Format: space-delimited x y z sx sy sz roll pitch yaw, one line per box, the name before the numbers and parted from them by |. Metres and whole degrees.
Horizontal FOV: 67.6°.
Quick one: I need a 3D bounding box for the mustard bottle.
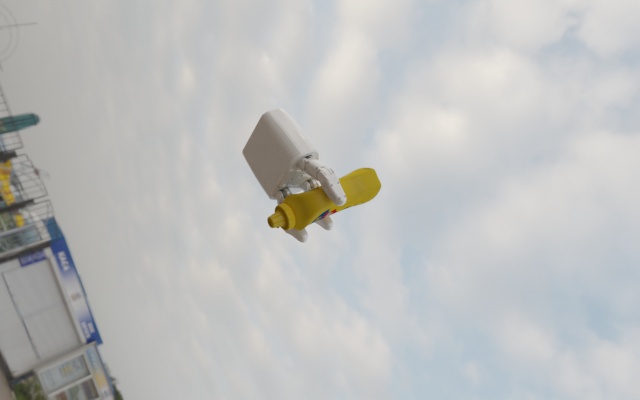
mustard bottle | 0.000 0.003 0.763 0.191 0.058 0.096 -21 -3 -31
